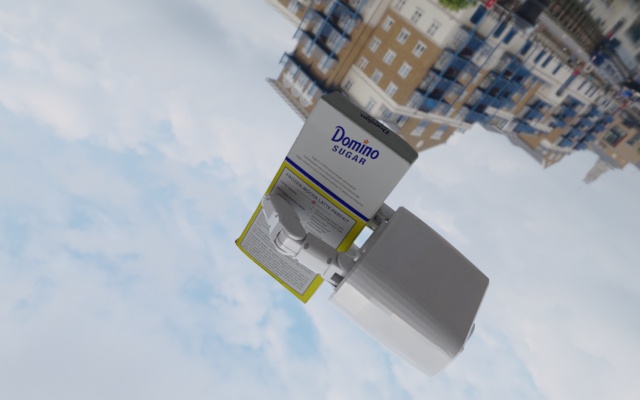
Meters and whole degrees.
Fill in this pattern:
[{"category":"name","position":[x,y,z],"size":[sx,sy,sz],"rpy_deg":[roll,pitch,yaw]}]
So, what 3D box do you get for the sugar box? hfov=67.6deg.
[{"category":"sugar box","position":[0.000,0.001,0.431],"size":[0.093,0.176,0.048],"rpy_deg":[38,27,7]}]
